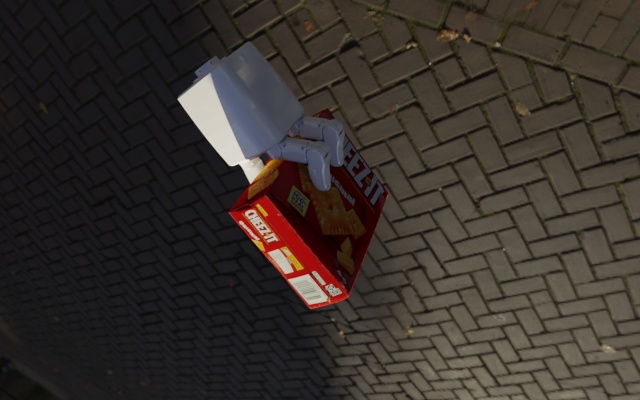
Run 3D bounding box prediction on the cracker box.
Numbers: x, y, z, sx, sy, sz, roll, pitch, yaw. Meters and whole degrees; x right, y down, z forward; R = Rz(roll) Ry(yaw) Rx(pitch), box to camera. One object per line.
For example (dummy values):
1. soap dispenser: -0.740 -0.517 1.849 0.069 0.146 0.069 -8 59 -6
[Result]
1. cracker box: 0.000 0.002 0.617 0.072 0.164 0.213 -23 24 36
